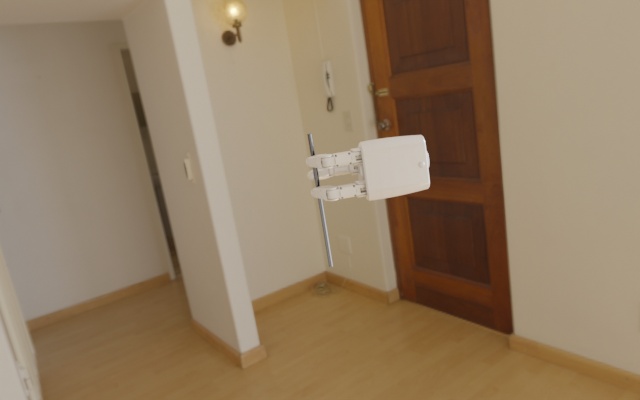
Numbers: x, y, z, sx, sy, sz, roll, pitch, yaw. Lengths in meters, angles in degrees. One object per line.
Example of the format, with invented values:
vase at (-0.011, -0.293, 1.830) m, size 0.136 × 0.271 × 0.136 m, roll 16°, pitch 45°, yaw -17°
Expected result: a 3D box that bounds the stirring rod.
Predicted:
stirring rod at (0.000, 0.003, 0.838) m, size 0.011 × 0.239 × 0.011 m, roll -9°, pitch 12°, yaw 2°
